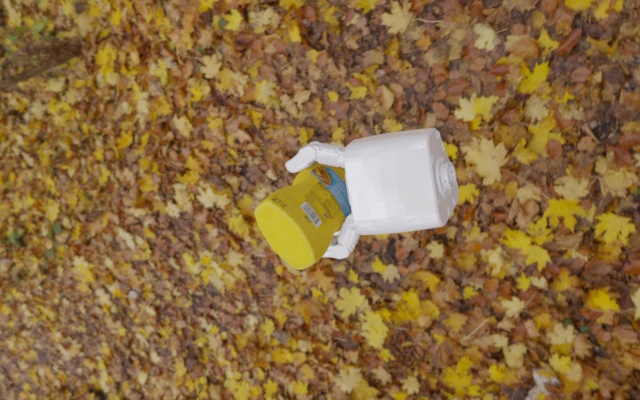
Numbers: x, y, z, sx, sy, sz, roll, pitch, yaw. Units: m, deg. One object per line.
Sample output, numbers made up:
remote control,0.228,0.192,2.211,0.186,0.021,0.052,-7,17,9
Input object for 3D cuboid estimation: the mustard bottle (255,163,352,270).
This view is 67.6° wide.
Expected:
mustard bottle,0.000,0.002,0.628,0.058,0.096,0.191,-35,5,38
